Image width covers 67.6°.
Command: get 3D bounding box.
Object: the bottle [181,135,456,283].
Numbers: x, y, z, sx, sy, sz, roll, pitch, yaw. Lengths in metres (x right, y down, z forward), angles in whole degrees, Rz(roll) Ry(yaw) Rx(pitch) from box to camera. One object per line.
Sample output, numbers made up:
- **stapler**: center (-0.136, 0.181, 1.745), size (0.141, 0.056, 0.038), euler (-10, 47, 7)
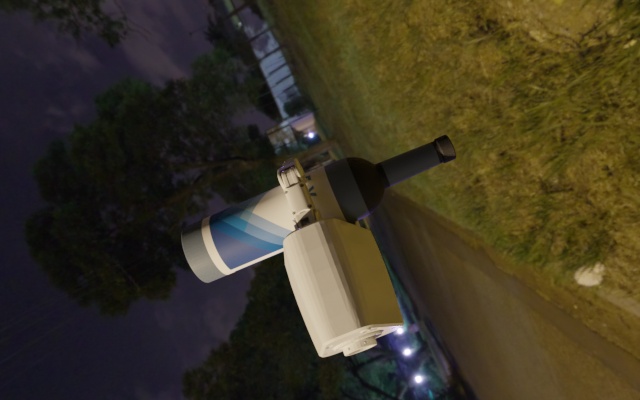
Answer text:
- **bottle**: center (0.000, 0.002, 0.508), size (0.296, 0.069, 0.069), euler (-23, -3, 6)
